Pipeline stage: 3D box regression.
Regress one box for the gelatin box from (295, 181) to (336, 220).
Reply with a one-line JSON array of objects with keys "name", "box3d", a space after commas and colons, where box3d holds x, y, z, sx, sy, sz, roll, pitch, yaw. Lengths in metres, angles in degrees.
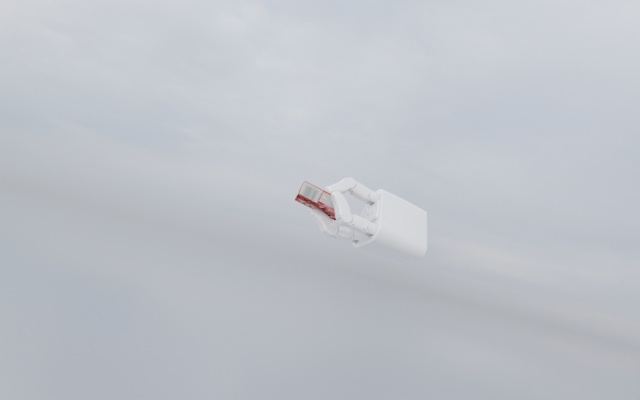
[{"name": "gelatin box", "box3d": [0.000, 0.002, 0.868, 0.089, 0.030, 0.073, 27, -11, -3]}]
